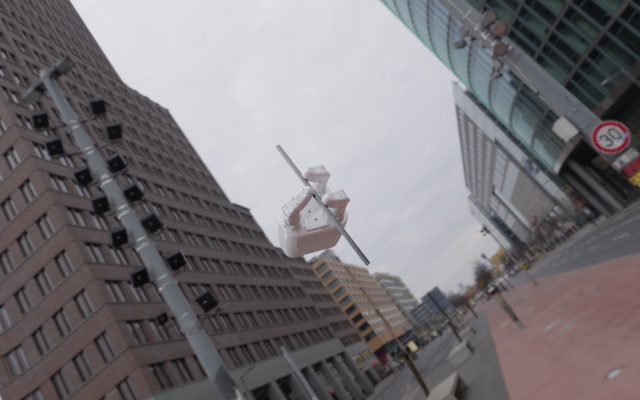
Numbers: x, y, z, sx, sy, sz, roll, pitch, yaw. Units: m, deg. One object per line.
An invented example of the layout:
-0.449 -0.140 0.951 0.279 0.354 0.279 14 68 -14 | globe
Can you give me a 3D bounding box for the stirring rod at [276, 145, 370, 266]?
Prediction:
0.000 0.003 0.730 0.011 0.239 0.011 -33 -20 -14 | stirring rod
